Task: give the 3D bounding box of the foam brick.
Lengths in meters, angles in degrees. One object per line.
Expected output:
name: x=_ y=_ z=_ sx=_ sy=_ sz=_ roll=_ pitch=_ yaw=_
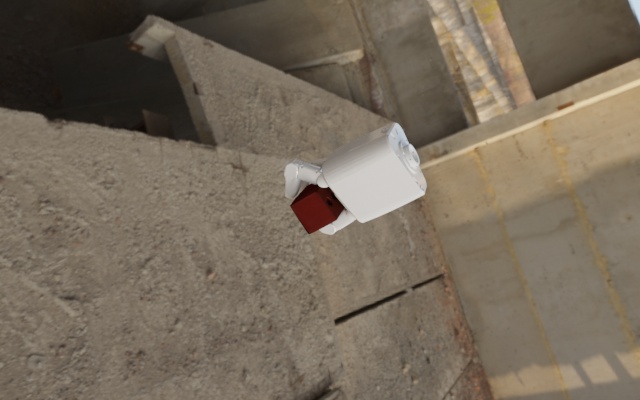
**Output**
foam brick: x=0.000 y=0.003 z=0.703 sx=0.051 sy=0.053 sz=0.078 roll=-28 pitch=14 yaw=28
